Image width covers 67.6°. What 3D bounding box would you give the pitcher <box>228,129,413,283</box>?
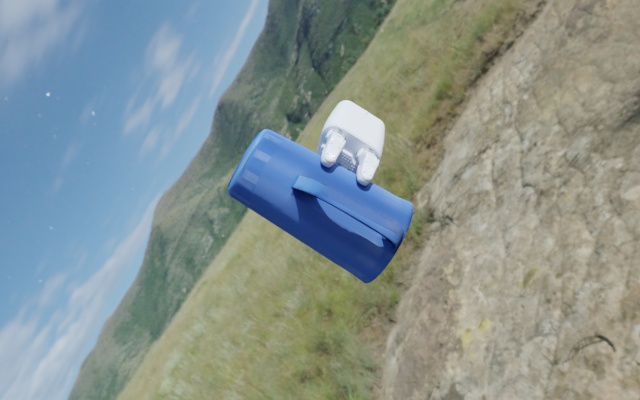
[{"bbox_3d":[0.000,0.002,0.666,0.243,0.149,0.145,30,38,-6],"label":"pitcher"}]
